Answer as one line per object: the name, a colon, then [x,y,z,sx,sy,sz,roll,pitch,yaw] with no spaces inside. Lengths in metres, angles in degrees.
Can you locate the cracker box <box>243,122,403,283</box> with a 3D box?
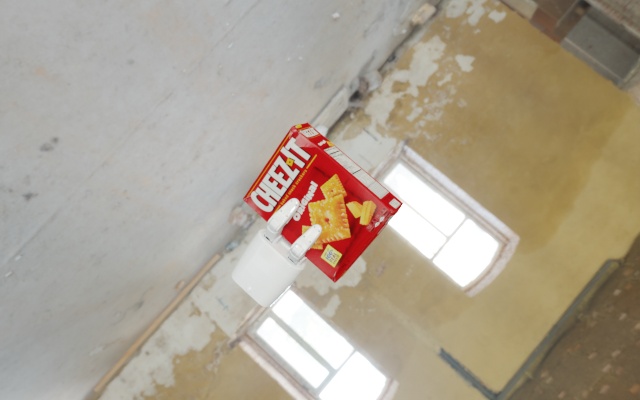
cracker box: [0.000,0.003,0.788,0.213,0.164,0.072,41,23,8]
